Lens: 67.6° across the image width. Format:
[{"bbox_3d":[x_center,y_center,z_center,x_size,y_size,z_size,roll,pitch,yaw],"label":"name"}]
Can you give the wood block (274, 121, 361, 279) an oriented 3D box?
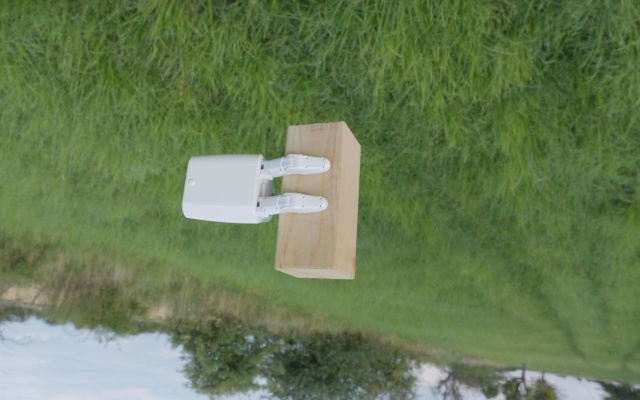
[{"bbox_3d":[0.000,0.002,0.683,0.090,0.206,0.091,-2,-17,20],"label":"wood block"}]
